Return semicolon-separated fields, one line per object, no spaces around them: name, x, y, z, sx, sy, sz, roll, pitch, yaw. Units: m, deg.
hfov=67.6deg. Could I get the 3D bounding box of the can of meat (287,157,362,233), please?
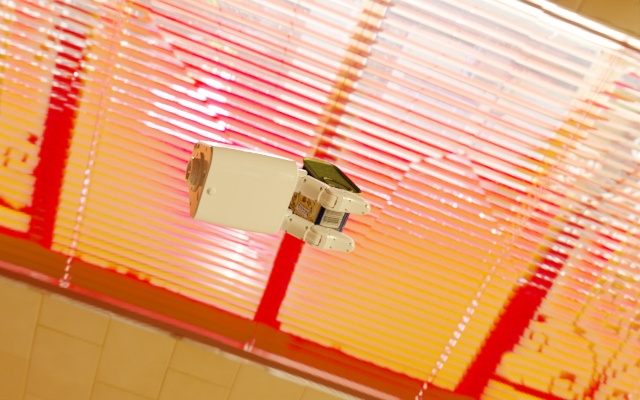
can of meat;0.000;0.002;0.635;0.057;0.084;0.102;10;23;-30
